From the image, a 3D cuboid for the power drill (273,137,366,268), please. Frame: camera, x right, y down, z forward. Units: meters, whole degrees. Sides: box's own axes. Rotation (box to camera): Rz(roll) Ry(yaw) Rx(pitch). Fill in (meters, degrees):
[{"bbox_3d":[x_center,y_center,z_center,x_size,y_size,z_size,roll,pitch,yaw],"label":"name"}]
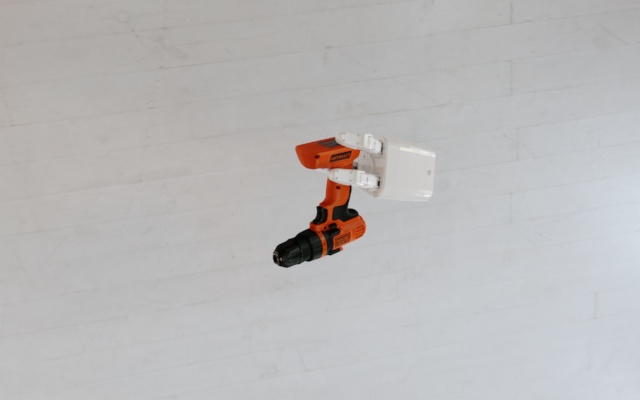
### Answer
[{"bbox_3d":[0.000,0.002,0.747,0.184,0.188,0.057,-20,32,-39],"label":"power drill"}]
